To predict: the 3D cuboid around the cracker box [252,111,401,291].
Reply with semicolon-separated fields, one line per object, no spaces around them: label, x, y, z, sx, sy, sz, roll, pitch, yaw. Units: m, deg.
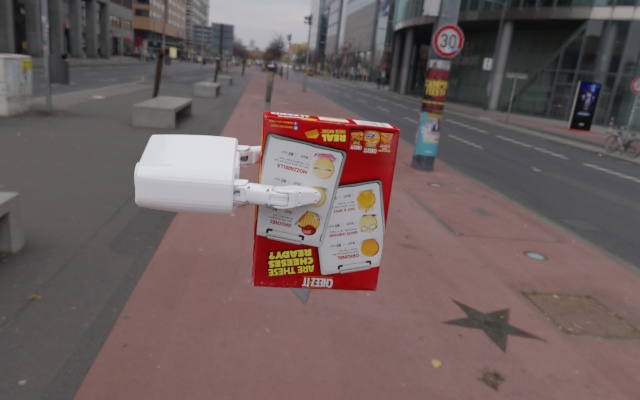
cracker box;0.000;0.002;0.610;0.164;0.214;0.072;4;16;-8
